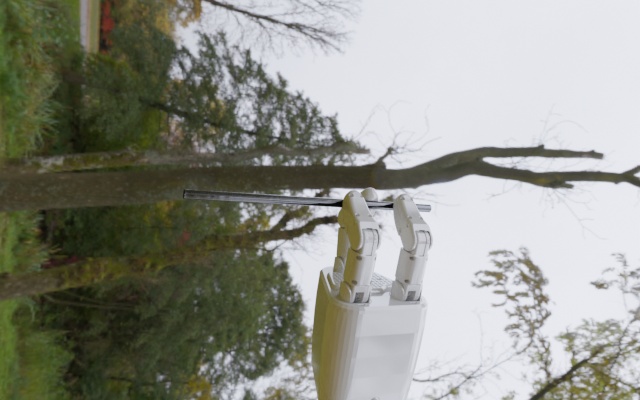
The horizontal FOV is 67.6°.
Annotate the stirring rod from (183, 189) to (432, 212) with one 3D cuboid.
[{"bbox_3d":[0.000,0.001,0.432,0.239,0.011,0.011,3,-2,-24],"label":"stirring rod"}]
